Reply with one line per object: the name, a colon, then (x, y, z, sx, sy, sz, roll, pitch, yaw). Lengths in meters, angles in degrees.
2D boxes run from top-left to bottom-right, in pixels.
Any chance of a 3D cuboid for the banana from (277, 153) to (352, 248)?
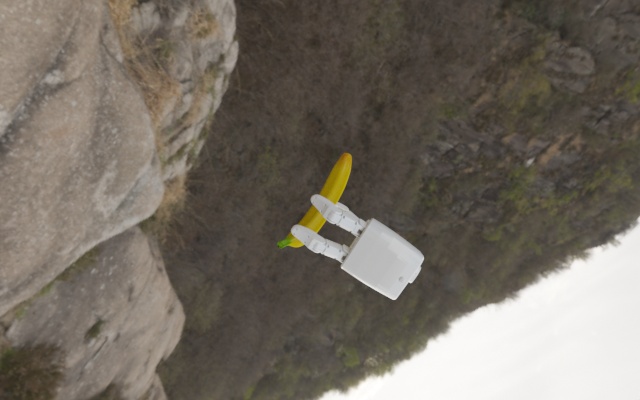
banana: (0.001, 0.009, 0.828, 0.037, 0.198, 0.070, 34, -4, 14)
